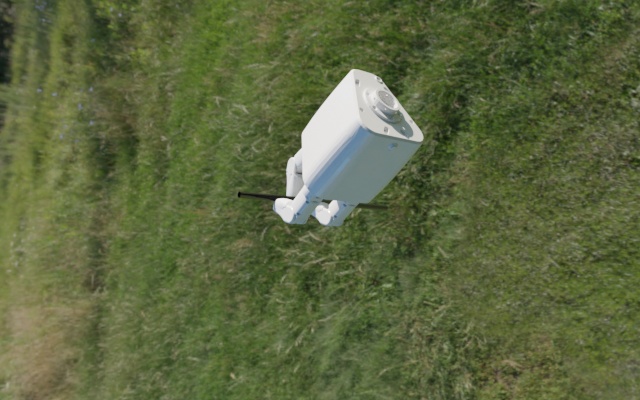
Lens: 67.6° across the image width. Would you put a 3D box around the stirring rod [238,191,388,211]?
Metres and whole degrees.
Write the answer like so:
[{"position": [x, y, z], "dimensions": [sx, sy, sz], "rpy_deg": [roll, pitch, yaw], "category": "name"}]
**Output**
[{"position": [0.000, 0.002, 0.642], "dimensions": [0.239, 0.011, 0.011], "rpy_deg": [5, -3, -35], "category": "stirring rod"}]
